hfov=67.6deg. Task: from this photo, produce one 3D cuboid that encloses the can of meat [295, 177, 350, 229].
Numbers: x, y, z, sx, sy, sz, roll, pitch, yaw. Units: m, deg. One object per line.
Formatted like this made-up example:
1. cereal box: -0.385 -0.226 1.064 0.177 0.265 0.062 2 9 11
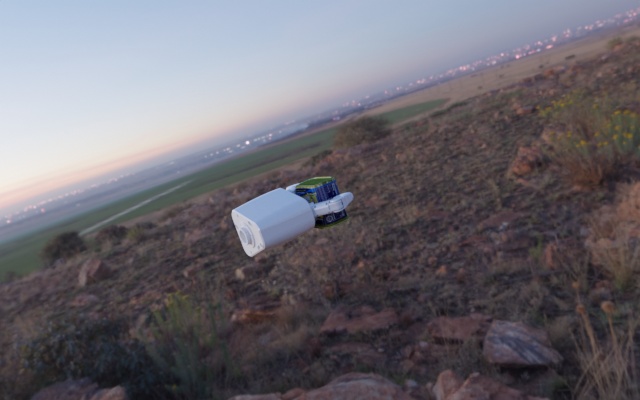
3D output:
1. can of meat: 0.000 0.003 0.895 0.057 0.084 0.102 -24 12 -26
